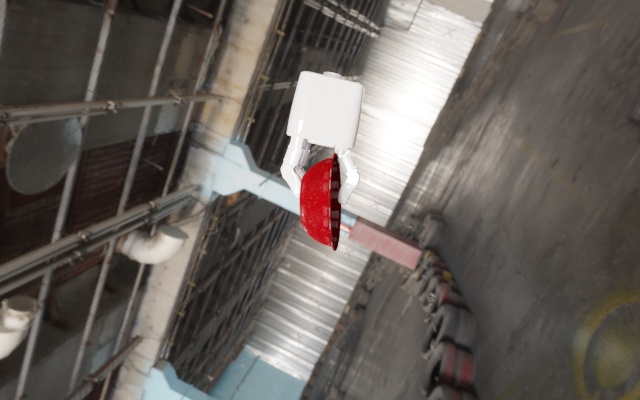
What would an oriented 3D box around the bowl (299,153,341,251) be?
[{"bbox_3d":[0.000,0.004,0.787,0.055,0.162,0.162,0,0,8],"label":"bowl"}]
